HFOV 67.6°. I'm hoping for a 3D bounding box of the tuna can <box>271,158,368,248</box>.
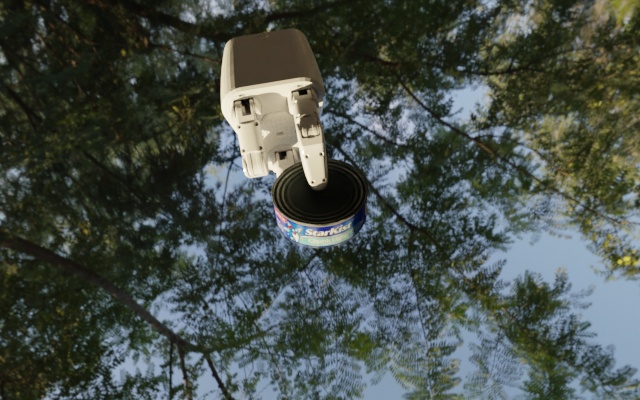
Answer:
[{"bbox_3d":[0.000,0.002,0.433,0.086,0.086,0.034,-2,-45,2],"label":"tuna can"}]
